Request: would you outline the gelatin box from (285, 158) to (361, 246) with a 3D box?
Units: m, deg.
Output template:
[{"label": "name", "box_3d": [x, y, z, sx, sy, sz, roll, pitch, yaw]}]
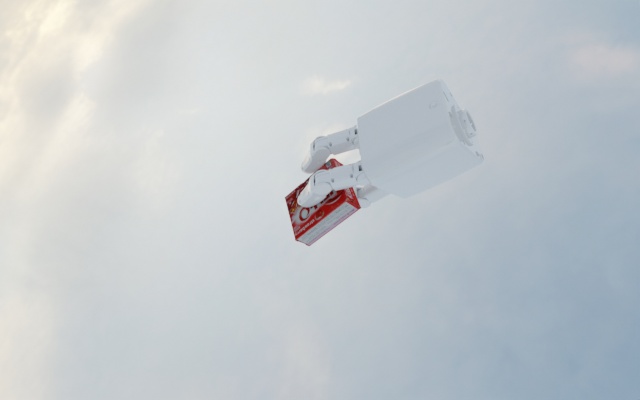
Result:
[{"label": "gelatin box", "box_3d": [0.000, 0.002, 0.594, 0.089, 0.073, 0.030, -39, -44, 23]}]
